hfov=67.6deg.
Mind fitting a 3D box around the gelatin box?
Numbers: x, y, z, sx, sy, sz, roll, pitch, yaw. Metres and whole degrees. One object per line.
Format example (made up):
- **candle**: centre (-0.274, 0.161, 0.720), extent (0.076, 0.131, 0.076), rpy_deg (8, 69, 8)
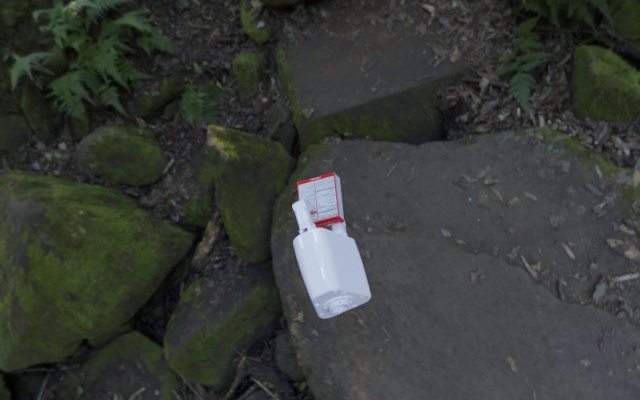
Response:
- **gelatin box**: centre (0.000, 0.002, 0.834), extent (0.073, 0.089, 0.030), rpy_deg (-15, -25, 19)
